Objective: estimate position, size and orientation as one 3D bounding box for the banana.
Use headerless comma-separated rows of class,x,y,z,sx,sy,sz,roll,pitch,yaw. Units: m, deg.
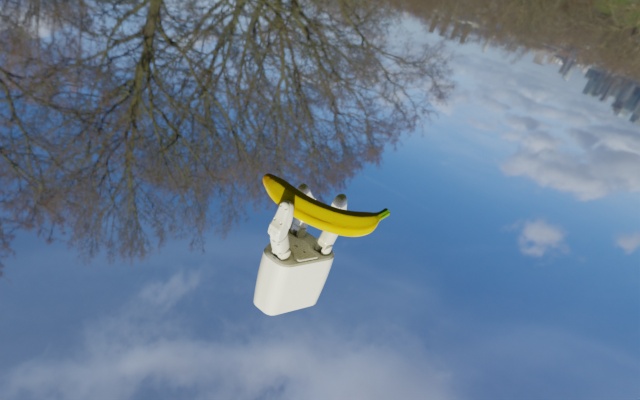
banana,-0.001,0.012,0.695,0.198,0.037,0.069,18,31,6
